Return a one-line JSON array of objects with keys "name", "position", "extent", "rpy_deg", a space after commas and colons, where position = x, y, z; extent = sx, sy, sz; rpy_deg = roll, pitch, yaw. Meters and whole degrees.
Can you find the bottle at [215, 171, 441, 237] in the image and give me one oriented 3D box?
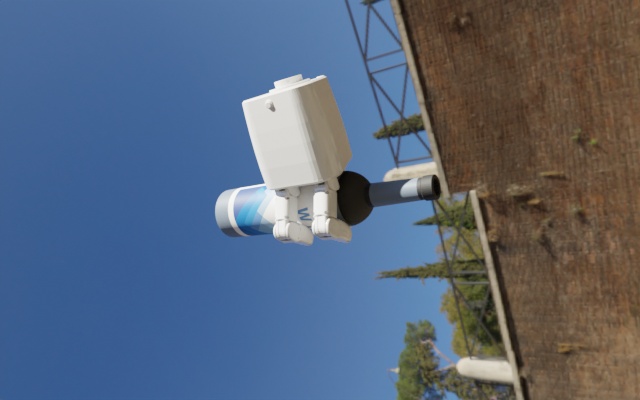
[{"name": "bottle", "position": [0.000, 0.002, 0.583], "extent": [0.296, 0.069, 0.069], "rpy_deg": [-8, -4, 33]}]
